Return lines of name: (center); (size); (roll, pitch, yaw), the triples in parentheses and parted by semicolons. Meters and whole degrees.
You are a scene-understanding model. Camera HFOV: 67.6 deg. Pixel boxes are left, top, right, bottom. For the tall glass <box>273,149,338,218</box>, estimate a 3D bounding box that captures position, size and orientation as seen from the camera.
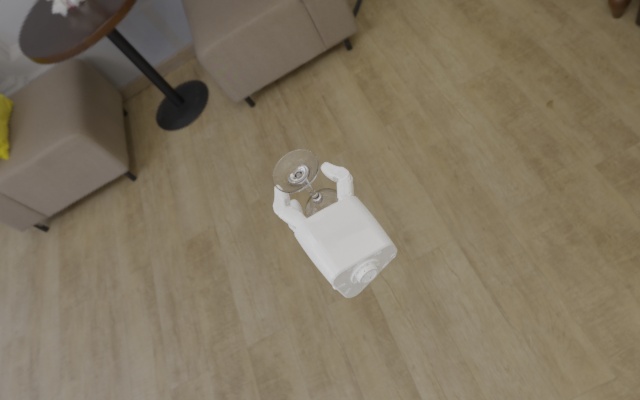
tall glass: (0.000, 0.002, 0.779); (0.079, 0.079, 0.201); (0, -27, 25)
